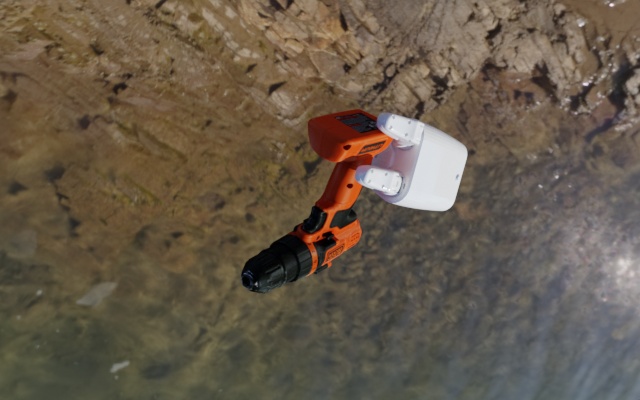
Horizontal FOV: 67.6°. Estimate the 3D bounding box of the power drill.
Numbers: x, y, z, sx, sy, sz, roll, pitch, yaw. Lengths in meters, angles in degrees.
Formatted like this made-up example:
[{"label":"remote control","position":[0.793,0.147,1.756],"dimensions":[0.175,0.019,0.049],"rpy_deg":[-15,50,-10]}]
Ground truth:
[{"label":"power drill","position":[0.000,0.001,0.511],"dimensions":[0.057,0.188,0.184],"rpy_deg":[35,34,23]}]
